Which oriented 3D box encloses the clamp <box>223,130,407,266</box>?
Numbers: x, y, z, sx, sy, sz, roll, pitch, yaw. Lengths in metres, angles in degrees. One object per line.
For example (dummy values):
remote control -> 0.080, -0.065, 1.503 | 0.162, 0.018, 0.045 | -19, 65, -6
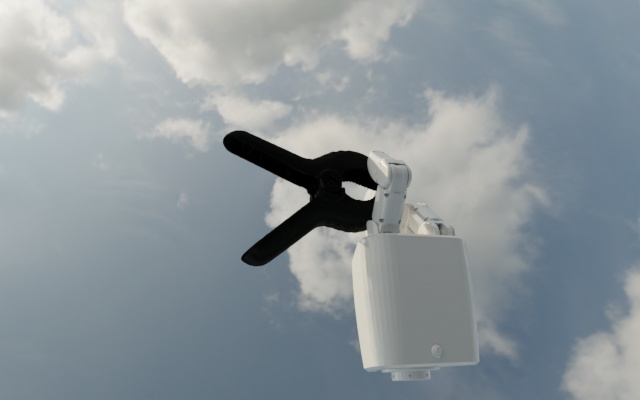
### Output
clamp -> 0.000, 0.001, 0.417 | 0.171, 0.120, 0.039 | 4, -21, -18
